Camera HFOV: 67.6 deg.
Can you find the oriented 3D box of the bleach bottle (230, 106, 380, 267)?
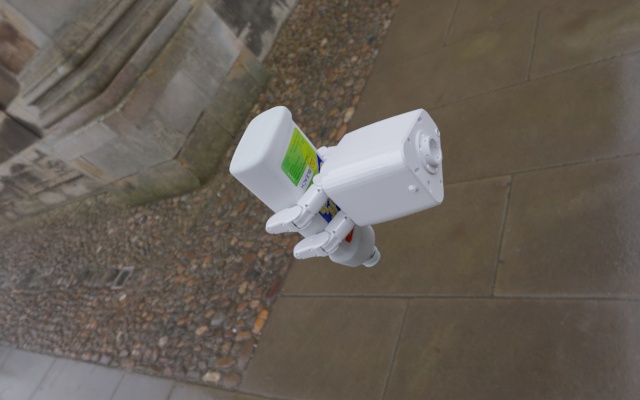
[{"bbox_3d":[0.000,0.002,0.614,0.068,0.102,0.251,-15,-46,38],"label":"bleach bottle"}]
